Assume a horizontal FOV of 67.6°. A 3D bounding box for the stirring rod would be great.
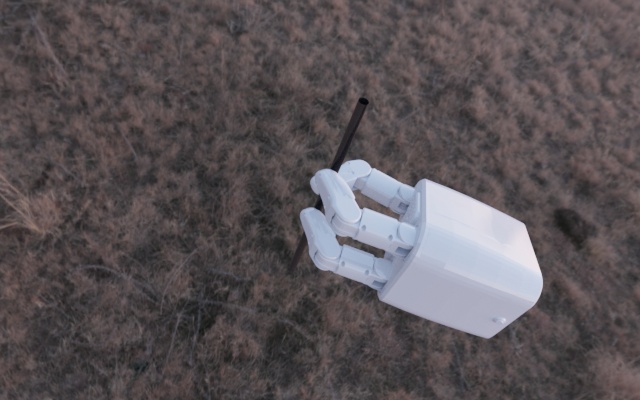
[{"bbox_3d":[0.000,0.001,0.436,0.011,0.011,0.240,0,-38,-19],"label":"stirring rod"}]
